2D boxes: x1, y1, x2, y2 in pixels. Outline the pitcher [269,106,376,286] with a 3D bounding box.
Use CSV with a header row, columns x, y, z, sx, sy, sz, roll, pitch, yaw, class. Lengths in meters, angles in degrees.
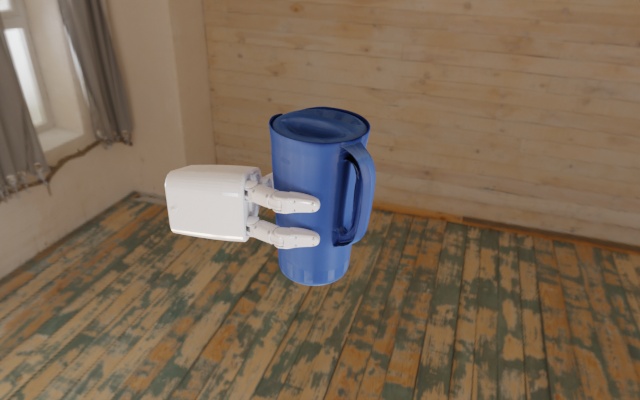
x,y,z,sx,sy,sz,roll,pitch,yaw,class
0.000,0.002,0.672,0.145,0.243,0.149,6,30,6,pitcher
